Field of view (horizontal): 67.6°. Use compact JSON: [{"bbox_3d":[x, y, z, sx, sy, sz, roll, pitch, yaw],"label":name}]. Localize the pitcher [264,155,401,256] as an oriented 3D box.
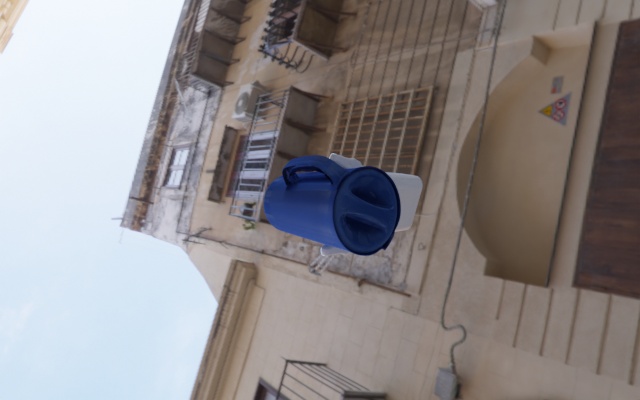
[{"bbox_3d":[0.000,0.003,0.794,0.145,0.149,0.243,-3,4,-35],"label":"pitcher"}]
